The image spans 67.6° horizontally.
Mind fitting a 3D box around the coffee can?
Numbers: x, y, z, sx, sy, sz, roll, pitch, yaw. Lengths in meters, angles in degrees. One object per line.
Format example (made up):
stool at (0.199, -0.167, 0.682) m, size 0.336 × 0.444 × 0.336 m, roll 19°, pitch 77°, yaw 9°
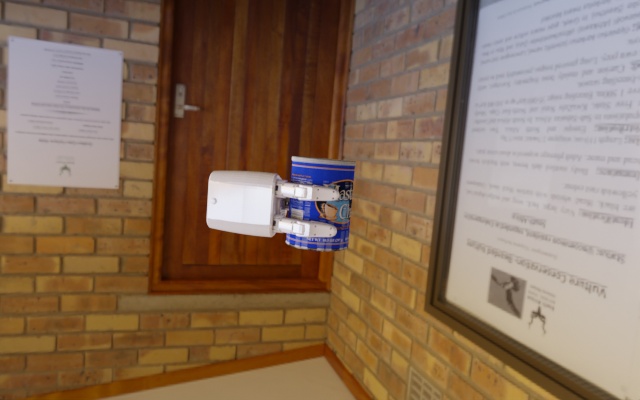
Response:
coffee can at (0.000, 0.002, 0.769) m, size 0.103 × 0.140 × 0.103 m, roll 5°, pitch 6°, yaw 0°
